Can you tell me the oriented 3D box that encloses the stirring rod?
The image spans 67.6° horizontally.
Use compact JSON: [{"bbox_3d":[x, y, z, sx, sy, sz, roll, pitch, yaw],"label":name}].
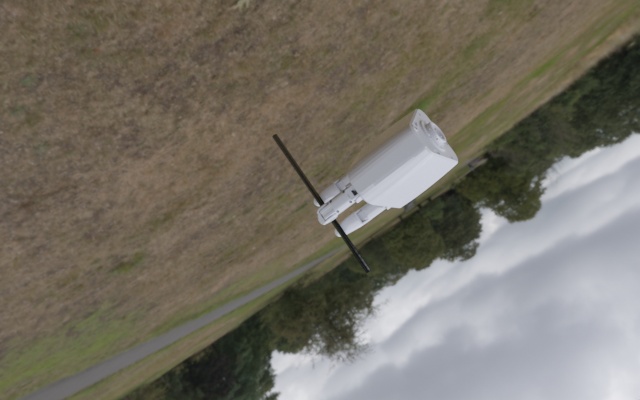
[{"bbox_3d":[0.000,0.002,0.686,0.011,0.239,0.011,-34,-8,-5],"label":"stirring rod"}]
